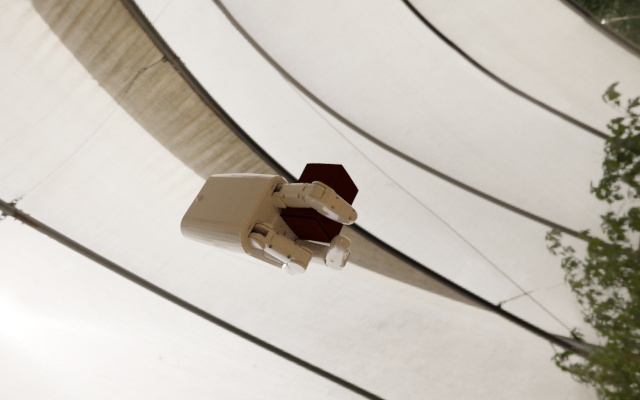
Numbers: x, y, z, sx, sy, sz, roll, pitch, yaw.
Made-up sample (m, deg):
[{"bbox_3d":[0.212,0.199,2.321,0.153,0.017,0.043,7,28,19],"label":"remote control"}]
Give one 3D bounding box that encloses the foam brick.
[{"bbox_3d":[0.000,0.002,0.548,0.051,0.078,0.053,5,-34,35],"label":"foam brick"}]
